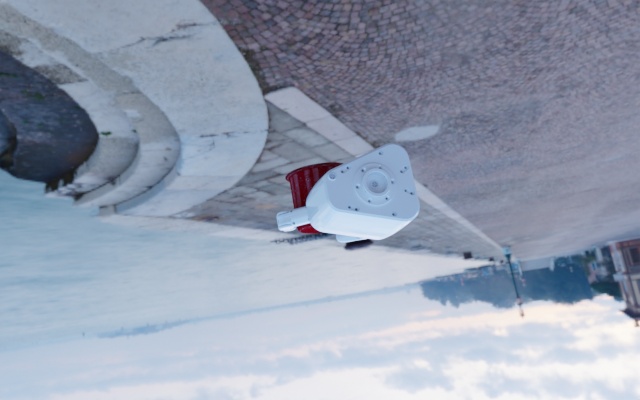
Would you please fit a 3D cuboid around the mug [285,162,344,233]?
[{"bbox_3d":[0.000,0.003,0.685,0.093,0.081,0.117,-7,-12,-11],"label":"mug"}]
